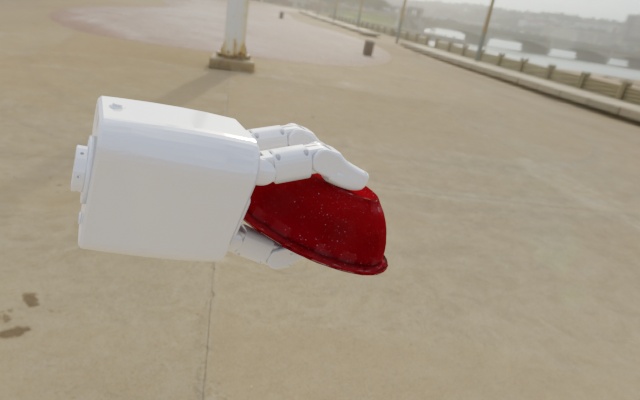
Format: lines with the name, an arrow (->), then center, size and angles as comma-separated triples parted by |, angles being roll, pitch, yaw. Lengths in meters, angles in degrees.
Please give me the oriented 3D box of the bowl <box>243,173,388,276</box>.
bowl -> 0.001, 0.001, 0.435 | 0.162, 0.055, 0.162 | 25, 13, -6
